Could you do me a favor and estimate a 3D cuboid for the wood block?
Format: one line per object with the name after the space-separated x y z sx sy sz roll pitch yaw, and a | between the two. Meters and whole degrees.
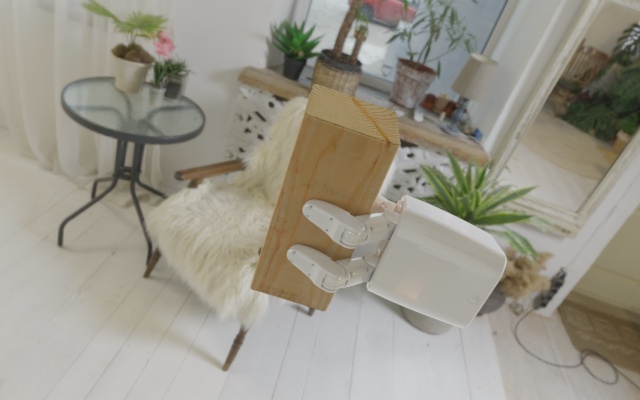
0.001 0.001 0.494 0.090 0.206 0.090 18 30 -5 | wood block
